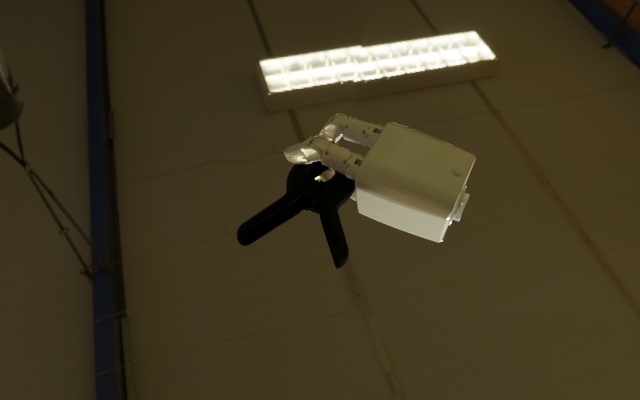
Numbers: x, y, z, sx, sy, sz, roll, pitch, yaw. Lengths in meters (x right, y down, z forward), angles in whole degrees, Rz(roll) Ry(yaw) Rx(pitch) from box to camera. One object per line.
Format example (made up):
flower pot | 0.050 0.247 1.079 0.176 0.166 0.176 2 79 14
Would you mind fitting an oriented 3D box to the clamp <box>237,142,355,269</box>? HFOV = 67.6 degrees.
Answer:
clamp | 0.000 0.002 0.529 0.120 0.171 0.039 22 -35 16
